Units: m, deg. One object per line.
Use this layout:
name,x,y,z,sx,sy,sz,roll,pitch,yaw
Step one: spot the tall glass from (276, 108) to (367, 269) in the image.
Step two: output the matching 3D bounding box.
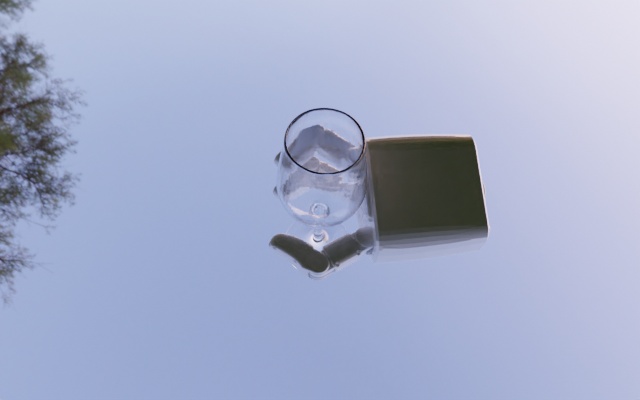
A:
tall glass,0.000,0.002,0.444,0.079,0.079,0.201,0,-28,-2
